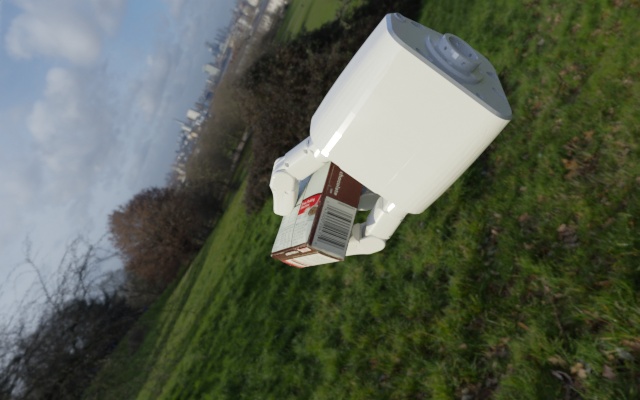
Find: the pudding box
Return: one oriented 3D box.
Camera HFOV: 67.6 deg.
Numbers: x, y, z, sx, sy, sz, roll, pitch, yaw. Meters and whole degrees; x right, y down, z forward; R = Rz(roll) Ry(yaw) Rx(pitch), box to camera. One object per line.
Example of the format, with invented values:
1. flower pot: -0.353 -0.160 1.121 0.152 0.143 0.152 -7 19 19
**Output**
1. pudding box: 0.000 0.001 0.439 0.039 0.113 0.090 25 -21 -19
